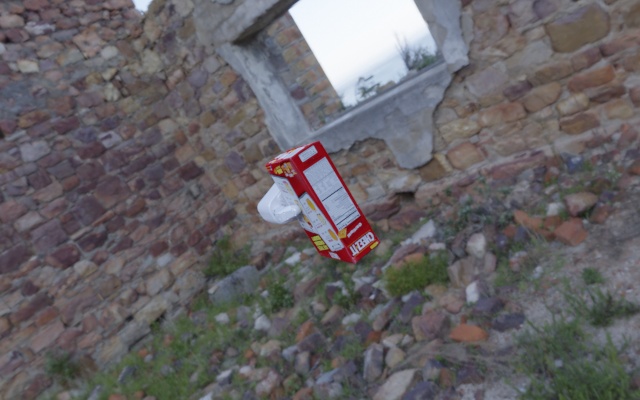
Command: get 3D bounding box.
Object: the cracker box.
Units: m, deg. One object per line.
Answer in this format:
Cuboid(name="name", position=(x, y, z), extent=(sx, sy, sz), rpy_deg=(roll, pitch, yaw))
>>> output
Cuboid(name="cracker box", position=(0.000, 0.003, 0.871), extent=(0.072, 0.214, 0.164), rpy_deg=(-36, 12, -18))
